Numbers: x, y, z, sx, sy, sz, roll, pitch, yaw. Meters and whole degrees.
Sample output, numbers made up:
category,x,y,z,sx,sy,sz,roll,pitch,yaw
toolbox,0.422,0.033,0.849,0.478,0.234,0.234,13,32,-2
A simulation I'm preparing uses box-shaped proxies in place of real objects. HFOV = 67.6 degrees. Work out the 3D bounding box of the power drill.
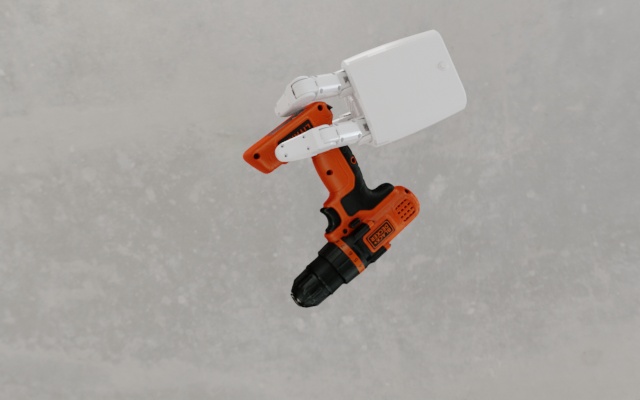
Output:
category,x,y,z,sx,sy,sz,roll,pitch,yaw
power drill,0.000,0.001,0.529,0.184,0.188,0.057,-41,17,-14
